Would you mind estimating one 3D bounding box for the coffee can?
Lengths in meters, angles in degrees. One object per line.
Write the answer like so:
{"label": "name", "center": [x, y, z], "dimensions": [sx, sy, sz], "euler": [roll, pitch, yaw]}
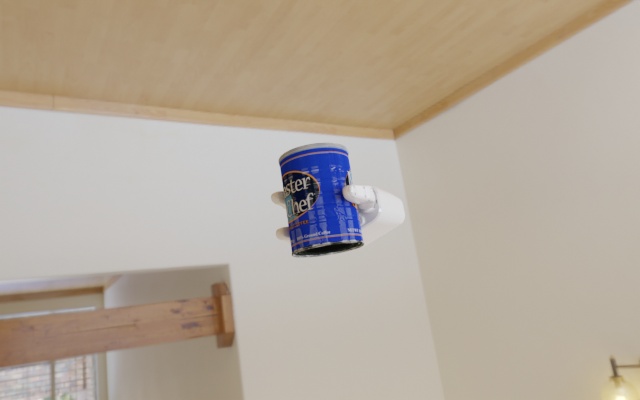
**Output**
{"label": "coffee can", "center": [0.000, 0.002, 0.677], "dimensions": [0.103, 0.140, 0.103], "euler": [-8, -14, -2]}
